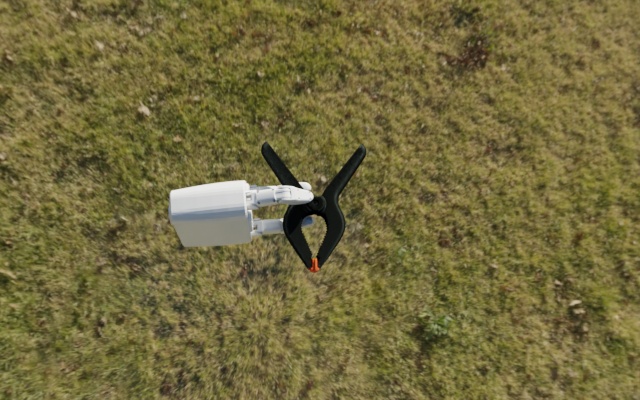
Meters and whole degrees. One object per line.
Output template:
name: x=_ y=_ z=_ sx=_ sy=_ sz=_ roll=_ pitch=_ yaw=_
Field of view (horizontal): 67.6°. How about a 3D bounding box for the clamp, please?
clamp: x=0.000 y=0.003 z=0.729 sx=0.164 sy=0.210 sz=0.036 roll=-6 pitch=-14 yaw=-5
